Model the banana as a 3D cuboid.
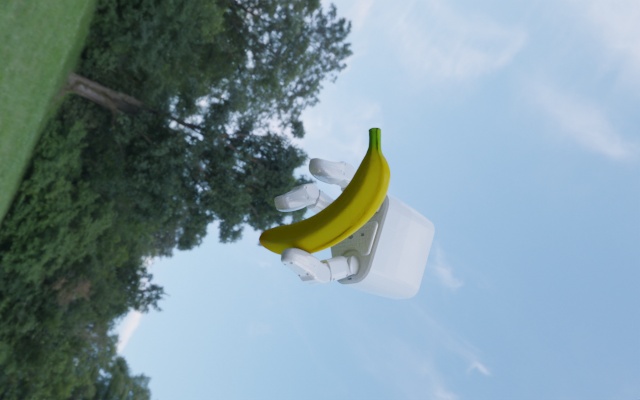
[{"bbox_3d":[0.007,0.014,0.494,0.037,0.069,0.198,19,-50,-42],"label":"banana"}]
